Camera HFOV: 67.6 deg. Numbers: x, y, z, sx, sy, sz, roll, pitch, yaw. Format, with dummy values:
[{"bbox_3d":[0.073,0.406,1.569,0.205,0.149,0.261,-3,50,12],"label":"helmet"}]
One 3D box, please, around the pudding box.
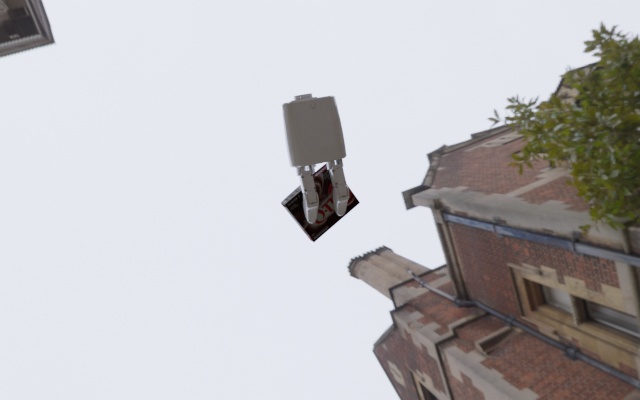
[{"bbox_3d":[0.000,0.003,0.842,0.113,0.090,0.039,-40,19,-7],"label":"pudding box"}]
